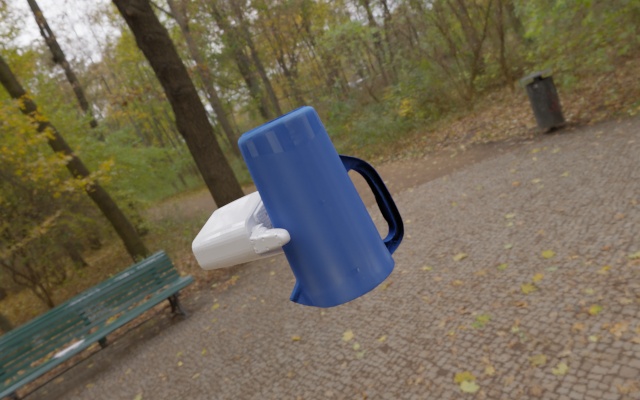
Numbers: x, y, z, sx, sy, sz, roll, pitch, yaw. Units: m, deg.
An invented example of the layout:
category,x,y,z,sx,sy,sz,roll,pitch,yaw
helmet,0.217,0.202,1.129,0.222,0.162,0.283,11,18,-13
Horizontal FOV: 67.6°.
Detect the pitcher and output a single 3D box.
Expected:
category,x,y,z,sx,sy,sz,roll,pitch,yaw
pitcher,0.000,0.002,0.628,0.145,0.243,0.149,-20,11,27
